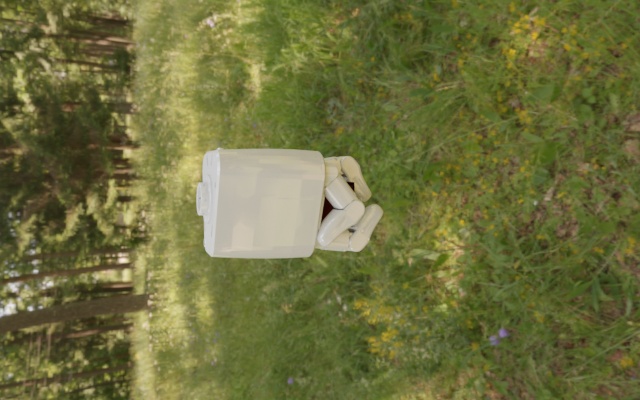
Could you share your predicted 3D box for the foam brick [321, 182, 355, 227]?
[{"bbox_3d":[0.000,0.002,0.556,0.051,0.053,0.078,0,3,-22],"label":"foam brick"}]
